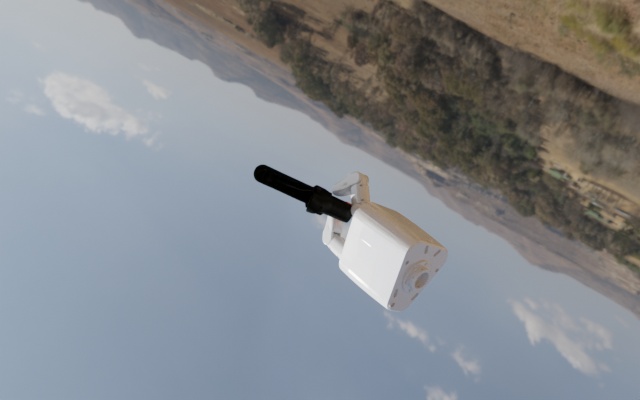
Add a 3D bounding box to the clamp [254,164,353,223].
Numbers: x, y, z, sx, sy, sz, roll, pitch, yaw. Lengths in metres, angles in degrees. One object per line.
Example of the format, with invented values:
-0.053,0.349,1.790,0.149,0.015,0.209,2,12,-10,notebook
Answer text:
0.000,0.003,0.655,0.171,0.039,0.120,20,14,-44,clamp
